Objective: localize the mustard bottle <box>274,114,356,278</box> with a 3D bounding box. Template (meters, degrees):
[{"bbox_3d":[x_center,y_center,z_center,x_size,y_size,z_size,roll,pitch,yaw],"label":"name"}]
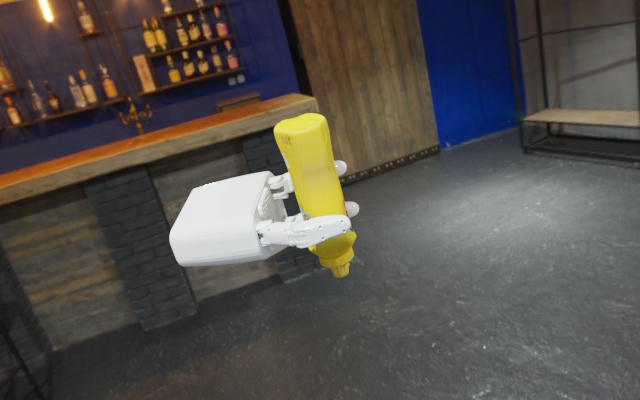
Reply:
[{"bbox_3d":[0.000,0.001,0.544,0.058,0.192,0.096,-18,19,-6],"label":"mustard bottle"}]
